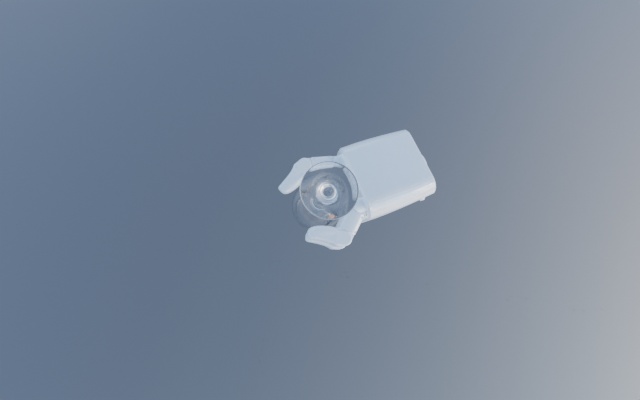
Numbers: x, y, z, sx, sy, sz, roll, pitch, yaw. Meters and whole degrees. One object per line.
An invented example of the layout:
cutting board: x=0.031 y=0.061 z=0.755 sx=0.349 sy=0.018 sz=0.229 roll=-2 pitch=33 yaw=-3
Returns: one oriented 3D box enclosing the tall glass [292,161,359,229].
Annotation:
tall glass: x=0.000 y=0.002 z=0.688 sx=0.079 sy=0.079 sz=0.201 roll=0 pitch=-9 yaw=-7
